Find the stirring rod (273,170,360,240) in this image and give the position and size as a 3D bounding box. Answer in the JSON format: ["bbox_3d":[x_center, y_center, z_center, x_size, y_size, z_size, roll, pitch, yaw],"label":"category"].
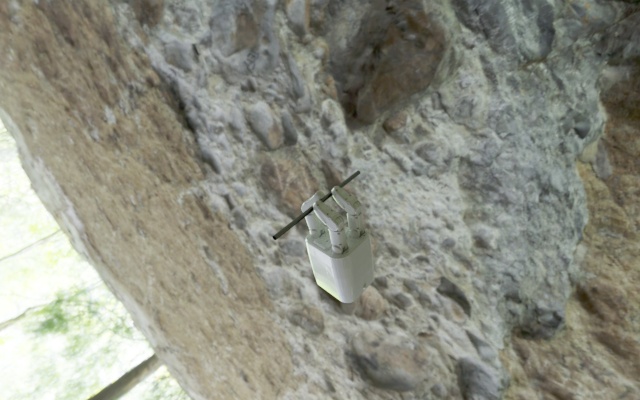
[{"bbox_3d":[0.000,0.003,0.820,0.011,0.011,0.239,0,28,42],"label":"stirring rod"}]
